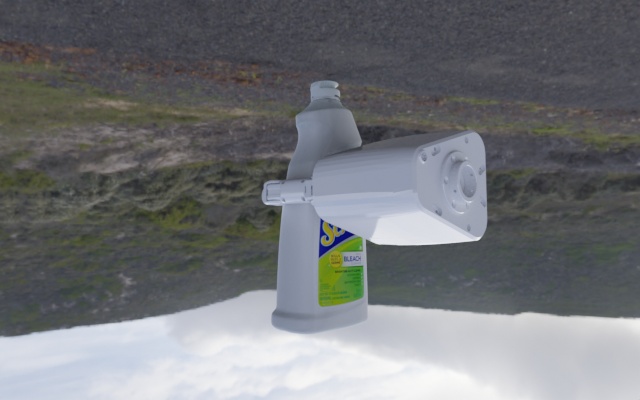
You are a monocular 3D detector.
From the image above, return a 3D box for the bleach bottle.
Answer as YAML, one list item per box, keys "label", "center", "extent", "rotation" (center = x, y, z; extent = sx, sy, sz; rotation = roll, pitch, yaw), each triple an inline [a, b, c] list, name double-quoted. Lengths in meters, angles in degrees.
- label: "bleach bottle"
  center: [0.000, 0.002, 0.493]
  extent: [0.102, 0.251, 0.068]
  rotation: [2, -5, -43]
